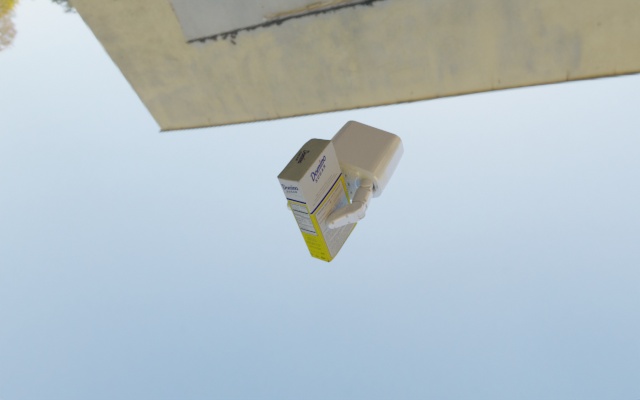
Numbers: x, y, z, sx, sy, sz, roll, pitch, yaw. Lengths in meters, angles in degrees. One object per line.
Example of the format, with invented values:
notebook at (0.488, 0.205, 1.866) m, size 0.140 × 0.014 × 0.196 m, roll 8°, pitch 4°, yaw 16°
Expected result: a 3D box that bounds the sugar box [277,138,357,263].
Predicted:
sugar box at (0.000, 0.002, 0.720) m, size 0.048 × 0.176 × 0.093 m, roll 11°, pitch 49°, yaw 34°
